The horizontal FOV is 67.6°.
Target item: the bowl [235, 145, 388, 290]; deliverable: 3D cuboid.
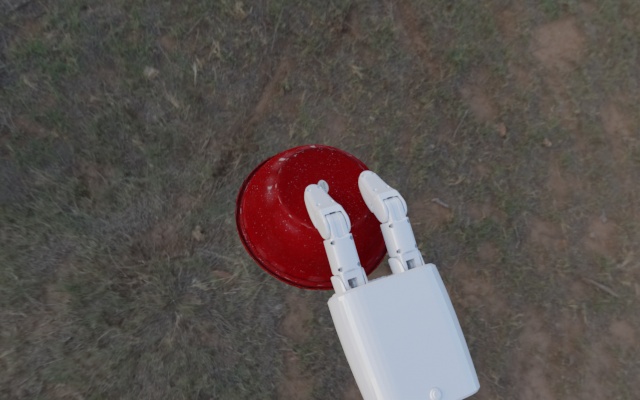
[{"bbox_3d":[-0.001,0.000,0.462,0.162,0.162,0.055,0,-30,-12],"label":"bowl"}]
